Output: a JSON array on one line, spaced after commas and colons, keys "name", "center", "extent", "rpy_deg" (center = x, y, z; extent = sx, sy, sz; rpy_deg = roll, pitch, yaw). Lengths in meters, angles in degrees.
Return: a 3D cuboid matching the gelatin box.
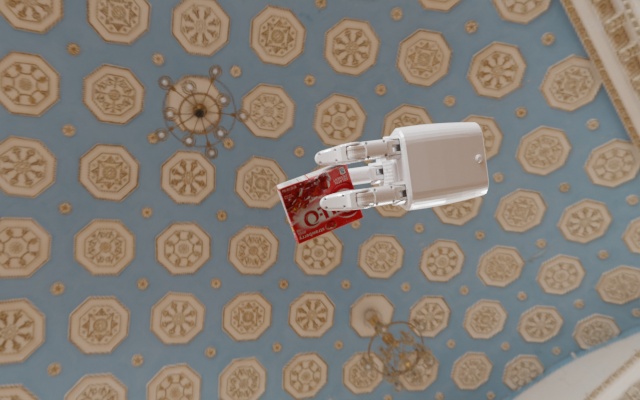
[{"name": "gelatin box", "center": [0.000, 0.002, 0.586], "extent": [0.089, 0.073, 0.030], "rpy_deg": [-21, 15, -8]}]
